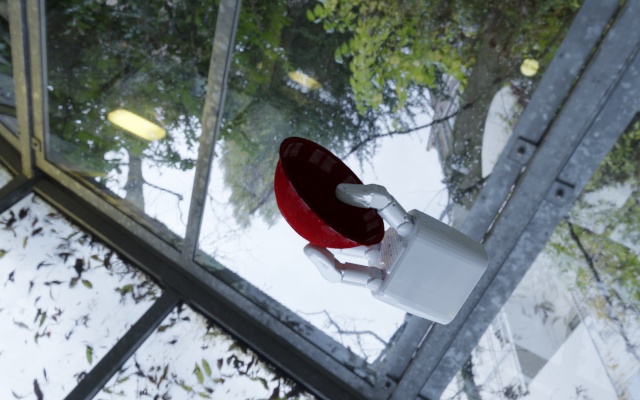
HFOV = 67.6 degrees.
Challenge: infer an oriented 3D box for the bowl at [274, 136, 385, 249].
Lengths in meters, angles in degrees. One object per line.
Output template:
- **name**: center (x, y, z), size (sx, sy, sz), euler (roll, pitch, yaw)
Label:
- **bowl**: center (-0.001, 0.001, 0.562), size (0.055, 0.162, 0.162), euler (-43, -22, 26)
